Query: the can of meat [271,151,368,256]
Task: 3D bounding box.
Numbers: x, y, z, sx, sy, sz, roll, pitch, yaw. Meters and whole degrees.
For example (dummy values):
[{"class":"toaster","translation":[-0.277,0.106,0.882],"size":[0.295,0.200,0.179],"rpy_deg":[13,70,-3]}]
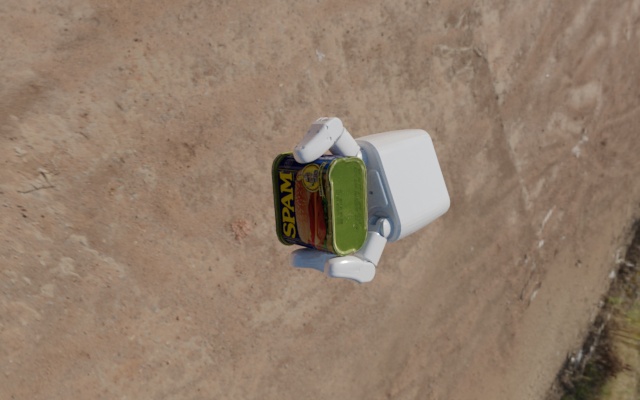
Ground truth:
[{"class":"can of meat","translation":[0.000,0.002,0.488],"size":[0.057,0.102,0.084],"rpy_deg":[-14,16,-42]}]
